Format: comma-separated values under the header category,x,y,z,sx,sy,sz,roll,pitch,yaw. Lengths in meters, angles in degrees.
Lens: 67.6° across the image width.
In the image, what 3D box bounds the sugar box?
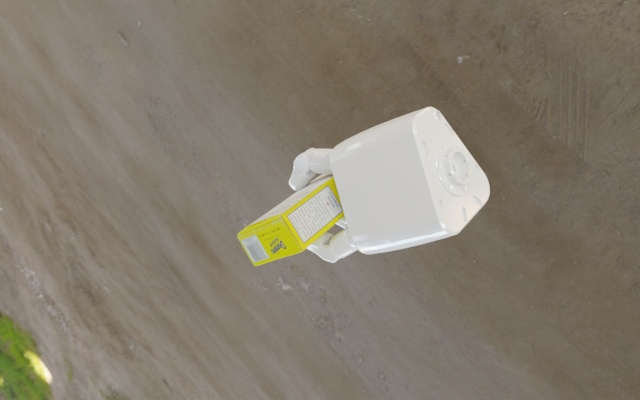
category,x,y,z,sx,sy,sz,roll,pitch,yaw
sugar box,0.000,0.002,0.524,0.176,0.048,0.093,-34,8,-39
